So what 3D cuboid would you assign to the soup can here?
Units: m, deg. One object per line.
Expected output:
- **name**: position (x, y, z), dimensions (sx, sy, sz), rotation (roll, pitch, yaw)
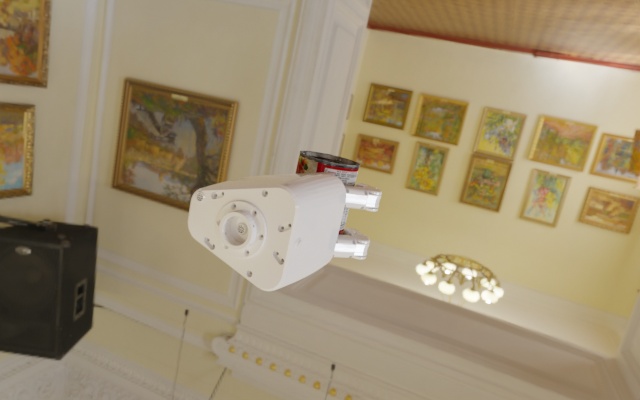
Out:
- **soup can**: position (0.000, 0.002, 0.533), dimensions (0.068, 0.102, 0.068), rotation (12, 12, -2)
